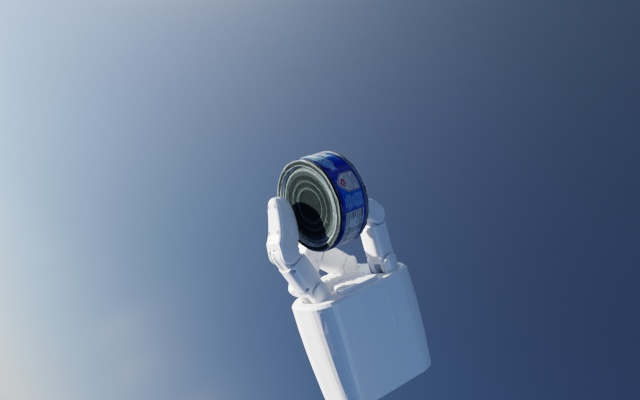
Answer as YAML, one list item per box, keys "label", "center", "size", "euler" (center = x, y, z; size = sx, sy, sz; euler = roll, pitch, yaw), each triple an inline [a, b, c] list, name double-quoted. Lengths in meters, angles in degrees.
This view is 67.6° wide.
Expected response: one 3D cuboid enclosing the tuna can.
- label: "tuna can"
  center: [0.000, 0.001, 0.422]
  size: [0.033, 0.086, 0.086]
  euler: [-18, 12, -39]
